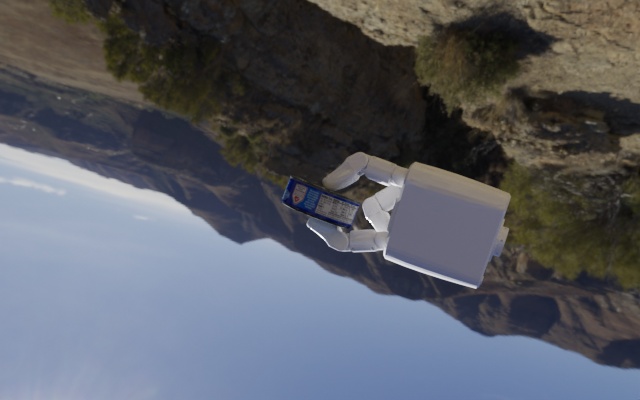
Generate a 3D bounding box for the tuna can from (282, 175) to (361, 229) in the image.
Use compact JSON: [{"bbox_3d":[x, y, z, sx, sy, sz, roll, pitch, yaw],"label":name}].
[{"bbox_3d":[0.000,0.002,0.543,0.086,0.034,0.086,21,2,-1],"label":"tuna can"}]
